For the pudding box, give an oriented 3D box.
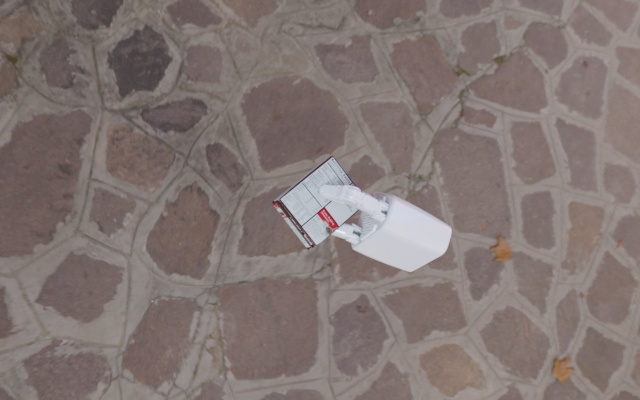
[{"bbox_3d":[0.000,0.002,0.697,0.113,0.090,0.039,-40,5,-23],"label":"pudding box"}]
